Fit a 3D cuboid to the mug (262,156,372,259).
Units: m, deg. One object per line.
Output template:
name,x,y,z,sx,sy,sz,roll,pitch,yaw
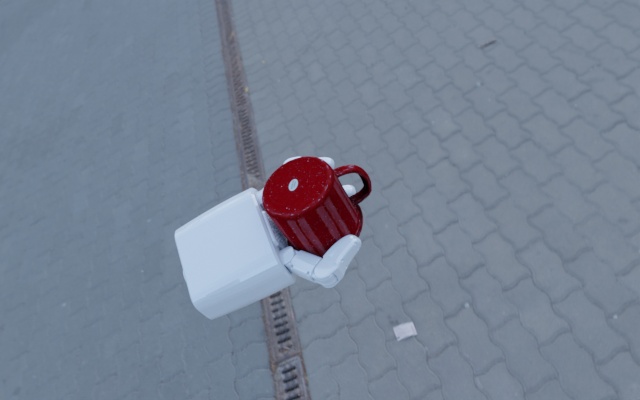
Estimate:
mug,0.001,0.001,0.512,0.117,0.093,0.081,-28,-44,5
